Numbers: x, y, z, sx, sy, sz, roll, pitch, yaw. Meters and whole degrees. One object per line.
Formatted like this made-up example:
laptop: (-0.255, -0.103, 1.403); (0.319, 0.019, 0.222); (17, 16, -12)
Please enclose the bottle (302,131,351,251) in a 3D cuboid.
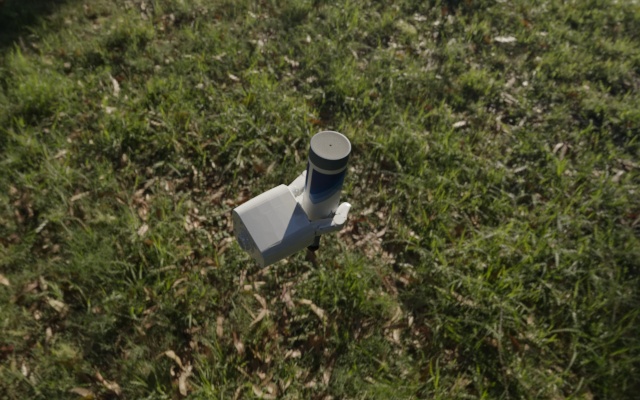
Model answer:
bottle: (0.000, 0.003, 0.876); (0.069, 0.069, 0.296); (0, -38, -8)
